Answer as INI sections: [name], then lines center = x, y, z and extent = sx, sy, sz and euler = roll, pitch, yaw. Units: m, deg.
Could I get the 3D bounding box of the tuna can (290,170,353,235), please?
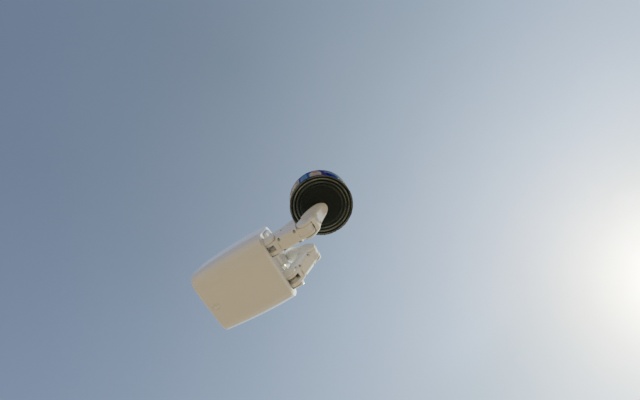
[tuna can]
center = 0.000, 0.002, 0.656
extent = 0.086, 0.086, 0.033
euler = 0, 19, -5
